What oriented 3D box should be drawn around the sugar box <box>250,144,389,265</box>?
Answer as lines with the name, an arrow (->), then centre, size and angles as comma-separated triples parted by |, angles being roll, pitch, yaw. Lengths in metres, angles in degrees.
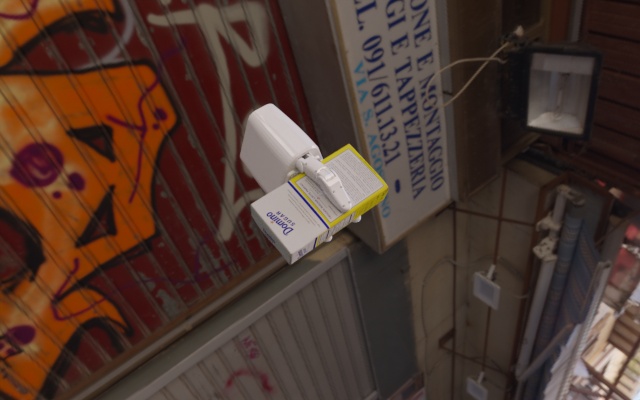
sugar box -> 0.000, 0.002, 0.669 | 0.176, 0.093, 0.048 | -33, -21, -20
